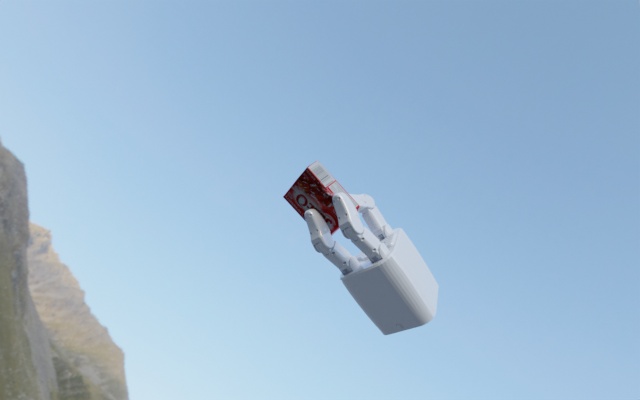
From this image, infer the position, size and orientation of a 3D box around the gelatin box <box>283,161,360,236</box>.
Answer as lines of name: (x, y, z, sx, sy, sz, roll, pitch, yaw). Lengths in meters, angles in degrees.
gelatin box: (0.000, 0.002, 0.658, 0.030, 0.089, 0.073, -36, -8, -47)
